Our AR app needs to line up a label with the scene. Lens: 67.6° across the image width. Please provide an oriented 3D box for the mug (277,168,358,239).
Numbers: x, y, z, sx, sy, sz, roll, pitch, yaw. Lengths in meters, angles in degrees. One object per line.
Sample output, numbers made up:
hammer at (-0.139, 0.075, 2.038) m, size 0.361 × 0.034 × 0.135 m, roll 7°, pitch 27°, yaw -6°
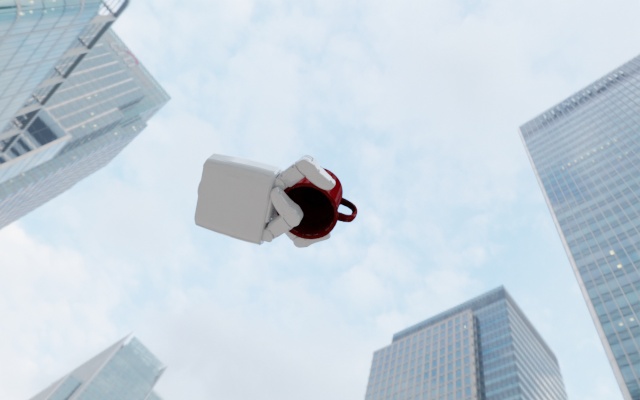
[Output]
mug at (0.002, 0.003, 0.727) m, size 0.117 × 0.093 × 0.081 m, roll 15°, pitch 29°, yaw 6°
